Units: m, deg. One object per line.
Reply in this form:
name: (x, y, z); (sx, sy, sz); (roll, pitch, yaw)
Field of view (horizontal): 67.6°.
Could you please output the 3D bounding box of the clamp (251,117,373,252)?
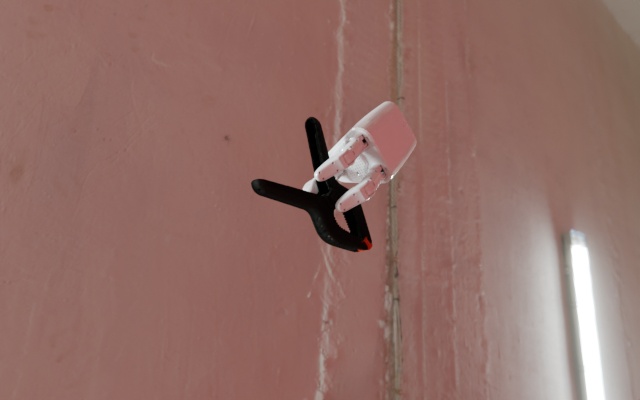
clamp: (0.000, 0.003, 0.687); (0.036, 0.210, 0.164); (-18, 21, 47)
